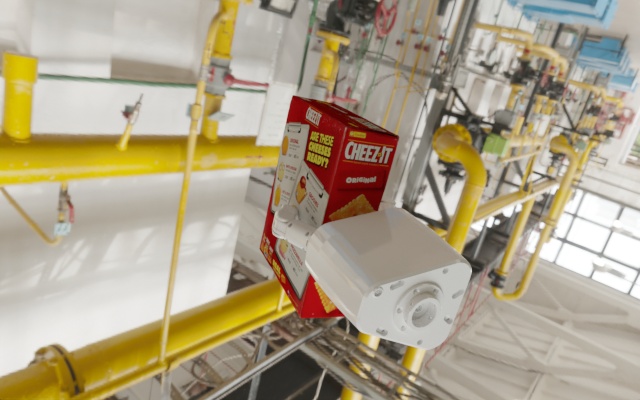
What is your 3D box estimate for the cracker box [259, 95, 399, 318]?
[{"bbox_3d":[0.000,0.002,0.559,0.072,0.214,0.164,5,20,-26],"label":"cracker box"}]
